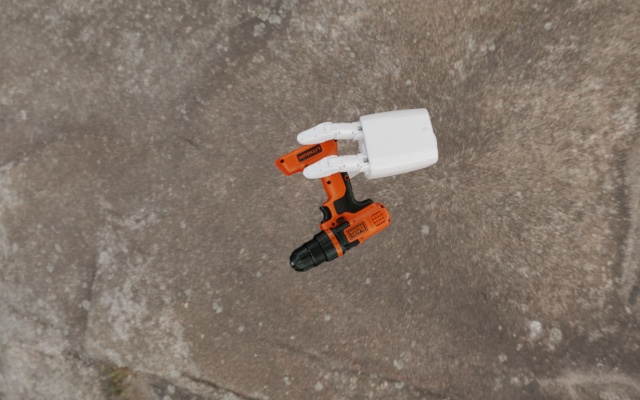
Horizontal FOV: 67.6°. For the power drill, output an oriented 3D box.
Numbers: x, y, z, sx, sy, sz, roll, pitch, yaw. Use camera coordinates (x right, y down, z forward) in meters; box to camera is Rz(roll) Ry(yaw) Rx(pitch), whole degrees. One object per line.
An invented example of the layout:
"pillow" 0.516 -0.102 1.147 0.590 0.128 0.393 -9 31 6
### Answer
"power drill" 0.000 0.002 0.780 0.184 0.187 0.057 -28 5 -13
